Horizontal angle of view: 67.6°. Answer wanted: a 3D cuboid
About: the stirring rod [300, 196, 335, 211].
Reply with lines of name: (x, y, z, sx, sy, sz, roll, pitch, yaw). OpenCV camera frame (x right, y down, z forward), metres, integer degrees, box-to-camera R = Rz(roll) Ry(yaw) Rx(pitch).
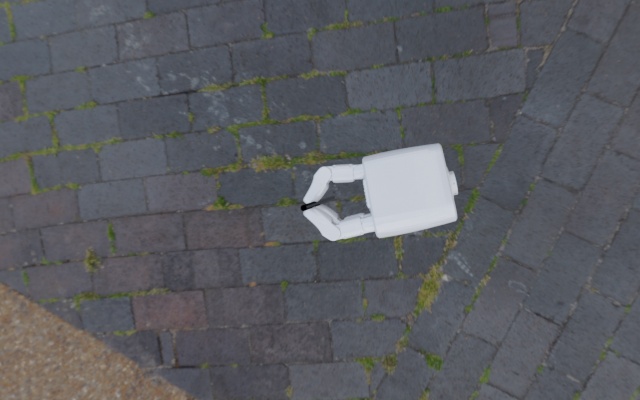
stirring rod: (0.000, 0.002, 0.711, 0.011, 0.011, 0.239, 0, 3, 10)
